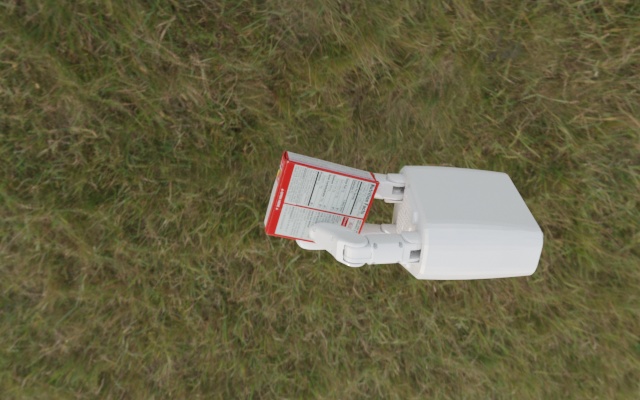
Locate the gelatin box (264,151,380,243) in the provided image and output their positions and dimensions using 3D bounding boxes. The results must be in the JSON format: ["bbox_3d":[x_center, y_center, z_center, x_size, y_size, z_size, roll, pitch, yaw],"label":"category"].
[{"bbox_3d":[0.000,0.002,0.437,0.089,0.073,0.030,12,22,-15],"label":"gelatin box"}]
